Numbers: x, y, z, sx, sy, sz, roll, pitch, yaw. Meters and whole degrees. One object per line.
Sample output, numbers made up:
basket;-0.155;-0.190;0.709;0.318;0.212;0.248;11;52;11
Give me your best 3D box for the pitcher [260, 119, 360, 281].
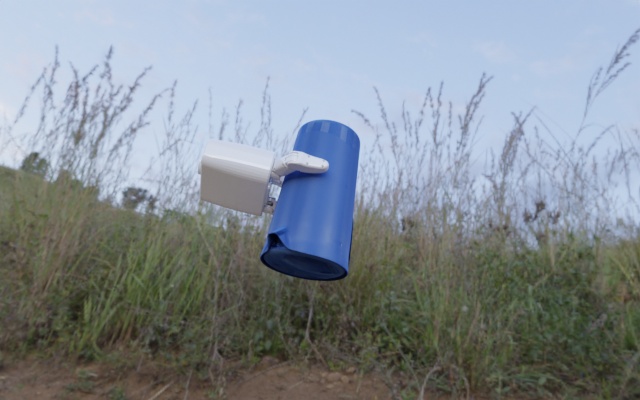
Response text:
pitcher;0.000;0.002;0.764;0.145;0.242;0.149;13;-25;-4
